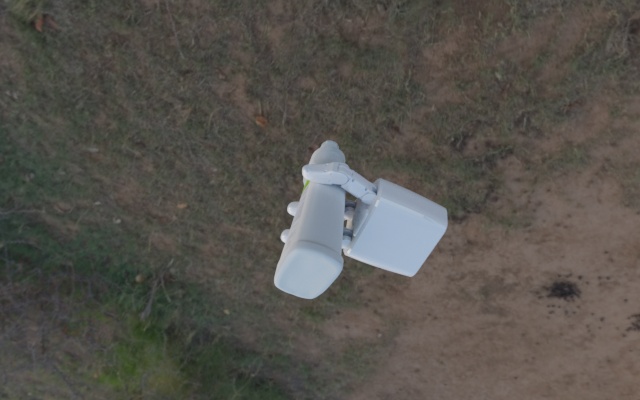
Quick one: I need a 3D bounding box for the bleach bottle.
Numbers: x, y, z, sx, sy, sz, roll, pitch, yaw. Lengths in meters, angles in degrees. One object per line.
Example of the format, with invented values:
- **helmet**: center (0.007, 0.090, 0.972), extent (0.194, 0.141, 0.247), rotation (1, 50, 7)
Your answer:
- **bleach bottle**: center (0.000, 0.002, 0.650), extent (0.068, 0.250, 0.103), rotation (22, -44, -11)
